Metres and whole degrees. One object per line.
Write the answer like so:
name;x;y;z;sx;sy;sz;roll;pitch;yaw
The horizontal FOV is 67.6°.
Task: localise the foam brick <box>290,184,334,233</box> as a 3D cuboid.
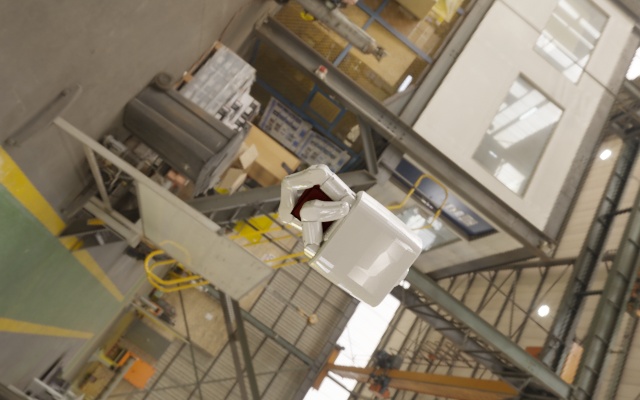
foam brick;0.000;0.002;0.650;0.051;0.053;0.078;37;21;-5
